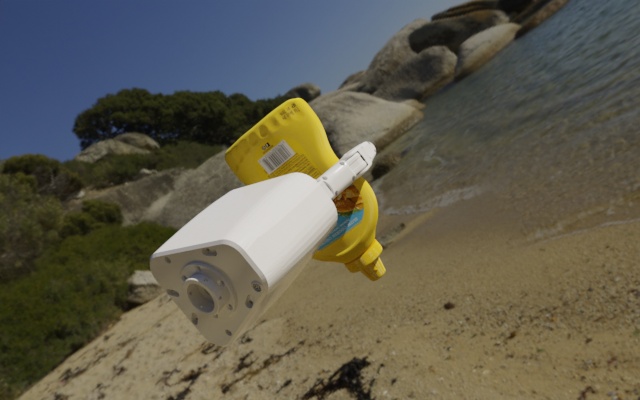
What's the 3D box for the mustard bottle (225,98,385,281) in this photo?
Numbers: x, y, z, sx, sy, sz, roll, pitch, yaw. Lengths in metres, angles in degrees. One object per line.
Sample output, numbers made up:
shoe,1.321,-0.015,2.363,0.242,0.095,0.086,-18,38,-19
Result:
mustard bottle,0.000,0.001,0.471,0.096,0.191,0.058,-37,6,14
